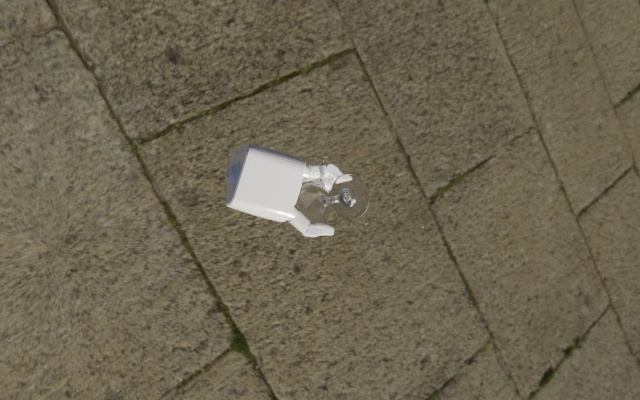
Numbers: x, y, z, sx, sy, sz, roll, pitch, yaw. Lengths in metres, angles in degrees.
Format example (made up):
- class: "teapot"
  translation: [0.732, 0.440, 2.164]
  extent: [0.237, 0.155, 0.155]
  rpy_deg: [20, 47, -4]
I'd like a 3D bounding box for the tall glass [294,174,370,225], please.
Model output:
- class: "tall glass"
  translation: [0.001, 0.003, 0.854]
  extent: [0.079, 0.079, 0.201]
  rpy_deg: [0, -6, -29]
